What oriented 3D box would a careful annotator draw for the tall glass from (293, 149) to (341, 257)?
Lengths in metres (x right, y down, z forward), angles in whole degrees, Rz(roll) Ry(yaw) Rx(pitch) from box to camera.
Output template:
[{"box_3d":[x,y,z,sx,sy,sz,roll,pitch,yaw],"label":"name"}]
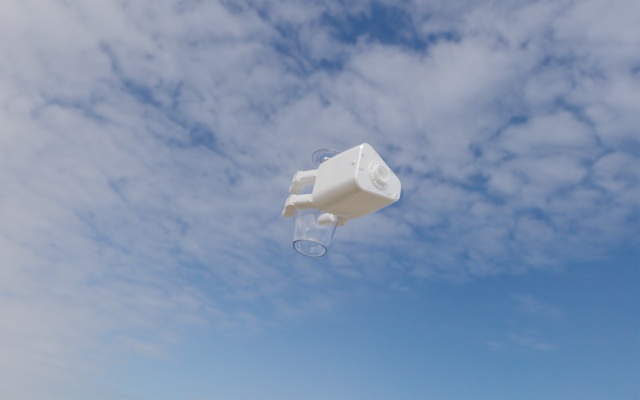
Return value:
[{"box_3d":[0.000,0.002,0.893,0.079,0.201,0.079,10,-32,6],"label":"tall glass"}]
